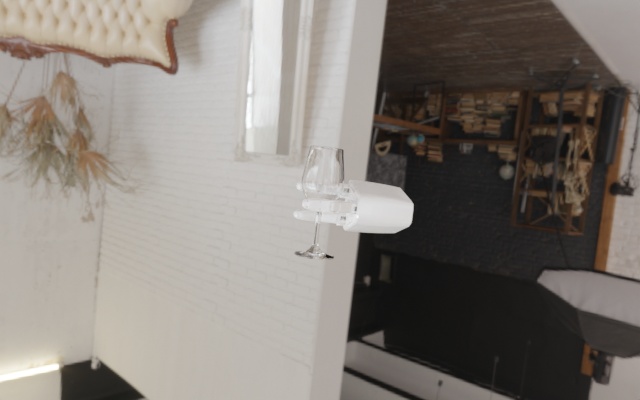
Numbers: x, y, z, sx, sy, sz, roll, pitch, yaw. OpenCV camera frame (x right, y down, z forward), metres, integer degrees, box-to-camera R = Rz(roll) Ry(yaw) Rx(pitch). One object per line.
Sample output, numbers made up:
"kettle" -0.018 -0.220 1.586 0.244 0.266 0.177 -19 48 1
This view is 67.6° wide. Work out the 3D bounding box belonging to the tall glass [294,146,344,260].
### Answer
"tall glass" 0.000 0.004 0.875 0.079 0.201 0.079 6 3 0
